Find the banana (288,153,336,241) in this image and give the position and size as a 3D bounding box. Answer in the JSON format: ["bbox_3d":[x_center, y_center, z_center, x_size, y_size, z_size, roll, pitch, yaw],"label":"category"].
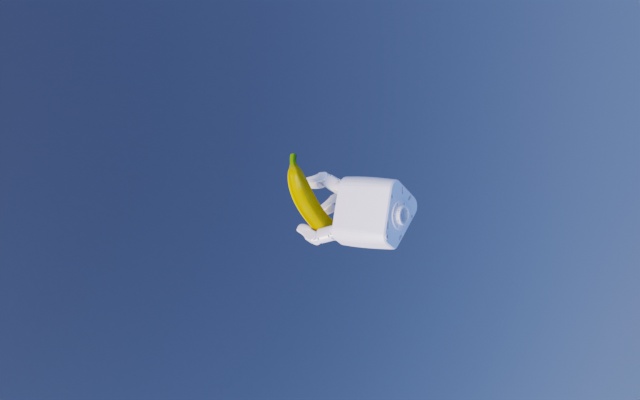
[{"bbox_3d":[-0.009,0.012,0.852,0.037,0.198,0.069,-8,34,36],"label":"banana"}]
